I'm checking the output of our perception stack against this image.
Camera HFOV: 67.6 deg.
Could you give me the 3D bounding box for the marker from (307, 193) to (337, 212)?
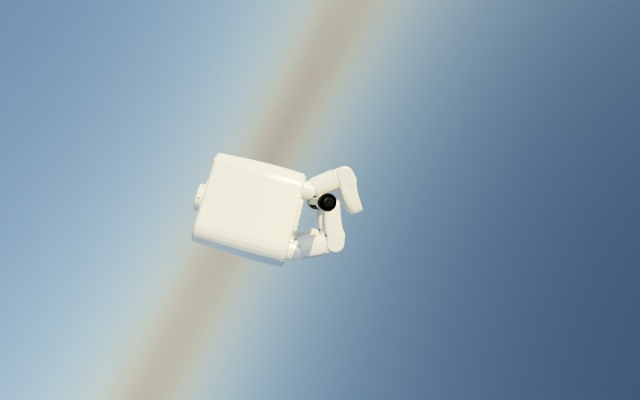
[{"bbox_3d":[0.000,0.002,0.534,0.020,0.020,0.121,0,0,-8],"label":"marker"}]
